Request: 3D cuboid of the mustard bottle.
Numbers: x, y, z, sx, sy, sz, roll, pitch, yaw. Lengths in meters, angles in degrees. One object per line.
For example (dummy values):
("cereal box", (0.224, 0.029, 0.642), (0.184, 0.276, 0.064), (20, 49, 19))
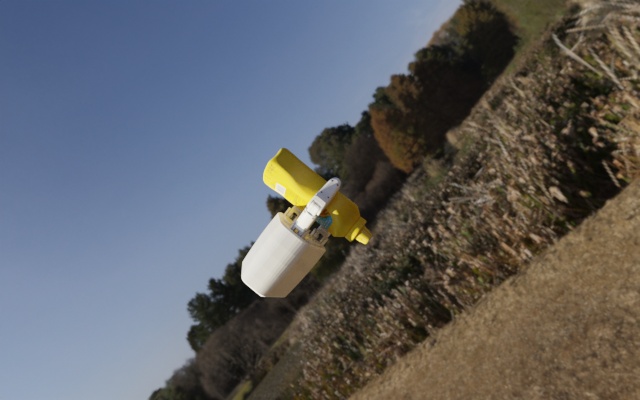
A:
("mustard bottle", (0.000, 0.002, 0.745), (0.191, 0.058, 0.096), (39, -21, 5))
